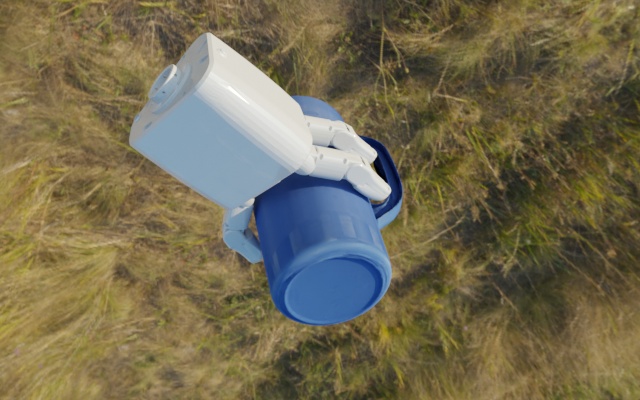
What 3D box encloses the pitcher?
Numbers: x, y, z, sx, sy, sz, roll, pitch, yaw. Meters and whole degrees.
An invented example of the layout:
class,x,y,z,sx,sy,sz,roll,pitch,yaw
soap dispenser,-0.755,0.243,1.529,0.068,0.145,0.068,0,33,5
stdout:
class,x,y,z,sx,sy,sz,roll,pitch,yaw
pitcher,0.000,0.002,0.500,0.149,0.242,0.145,-40,-53,18
